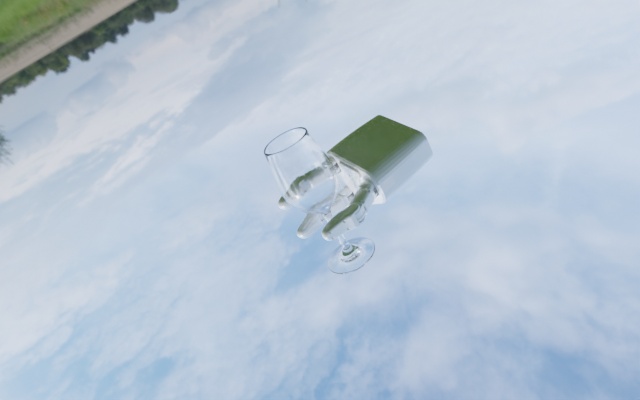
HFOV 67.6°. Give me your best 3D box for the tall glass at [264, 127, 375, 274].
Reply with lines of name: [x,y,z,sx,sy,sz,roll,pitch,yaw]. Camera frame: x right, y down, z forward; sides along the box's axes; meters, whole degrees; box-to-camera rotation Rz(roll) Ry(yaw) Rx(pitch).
tall glass: [0.000,0.003,0.639,0.079,0.201,0.079,-23,28,13]
